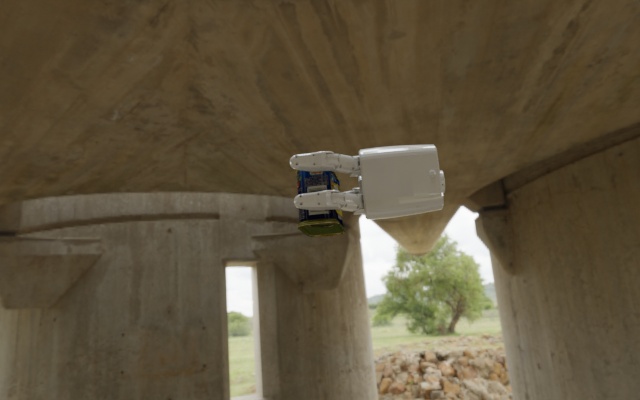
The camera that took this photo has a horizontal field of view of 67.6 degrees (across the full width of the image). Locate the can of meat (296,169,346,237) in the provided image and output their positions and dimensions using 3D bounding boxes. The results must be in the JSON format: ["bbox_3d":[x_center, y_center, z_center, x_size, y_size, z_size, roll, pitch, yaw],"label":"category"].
[{"bbox_3d":[0.000,0.002,0.680,0.057,0.084,0.102,-6,-14,9],"label":"can of meat"}]
